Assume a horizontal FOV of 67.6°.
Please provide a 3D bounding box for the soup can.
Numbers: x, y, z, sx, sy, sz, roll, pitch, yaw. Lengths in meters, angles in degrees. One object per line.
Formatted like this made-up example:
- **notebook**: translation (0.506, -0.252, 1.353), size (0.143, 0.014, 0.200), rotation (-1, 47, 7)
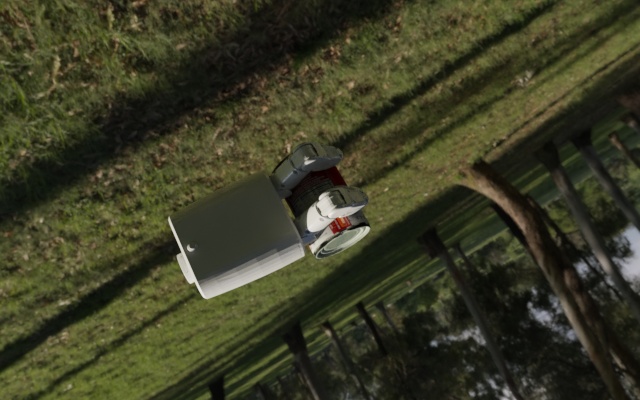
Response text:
- **soup can**: translation (0.001, 0.002, 0.508), size (0.068, 0.102, 0.068), rotation (-26, -19, -10)
